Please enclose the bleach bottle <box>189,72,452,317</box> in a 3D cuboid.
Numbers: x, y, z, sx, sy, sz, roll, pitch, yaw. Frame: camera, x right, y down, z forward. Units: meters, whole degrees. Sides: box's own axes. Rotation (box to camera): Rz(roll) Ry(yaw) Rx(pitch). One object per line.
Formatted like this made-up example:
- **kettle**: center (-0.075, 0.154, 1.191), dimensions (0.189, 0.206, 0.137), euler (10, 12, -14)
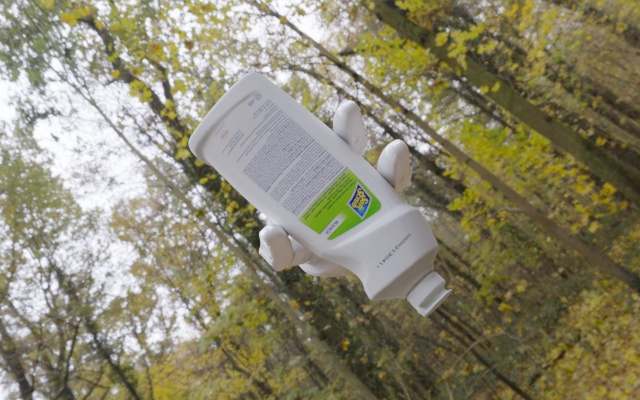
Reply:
- **bleach bottle**: center (0.000, 0.001, 0.402), dimensions (0.250, 0.102, 0.068), euler (45, 8, 22)
